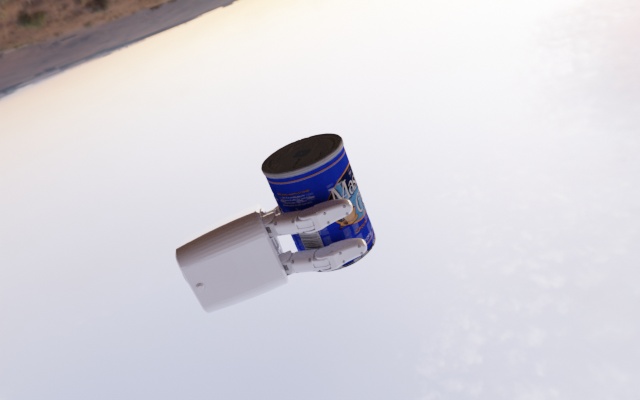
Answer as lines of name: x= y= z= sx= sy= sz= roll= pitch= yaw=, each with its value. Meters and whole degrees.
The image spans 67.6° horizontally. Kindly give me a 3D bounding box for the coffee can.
coffee can: x=0.000 y=0.002 z=0.591 sx=0.103 sy=0.140 sz=0.102 roll=-17 pitch=25 yaw=8
